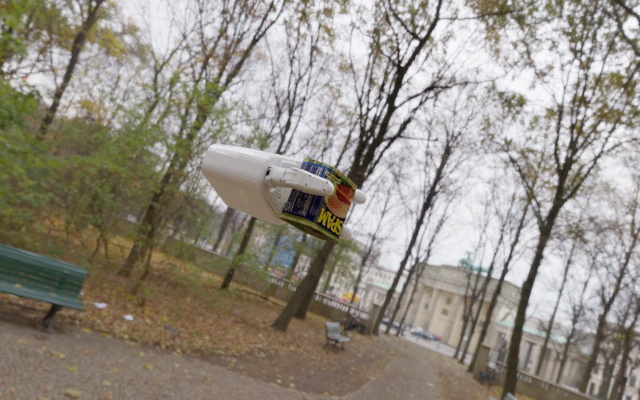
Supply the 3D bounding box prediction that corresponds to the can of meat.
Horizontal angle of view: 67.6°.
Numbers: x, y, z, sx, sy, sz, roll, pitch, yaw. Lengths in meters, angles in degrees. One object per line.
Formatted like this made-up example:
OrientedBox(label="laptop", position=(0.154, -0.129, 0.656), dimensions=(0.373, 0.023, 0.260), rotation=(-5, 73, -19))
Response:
OrientedBox(label="can of meat", position=(0.000, 0.002, 0.633), dimensions=(0.057, 0.084, 0.102), rotation=(14, -12, 31))
